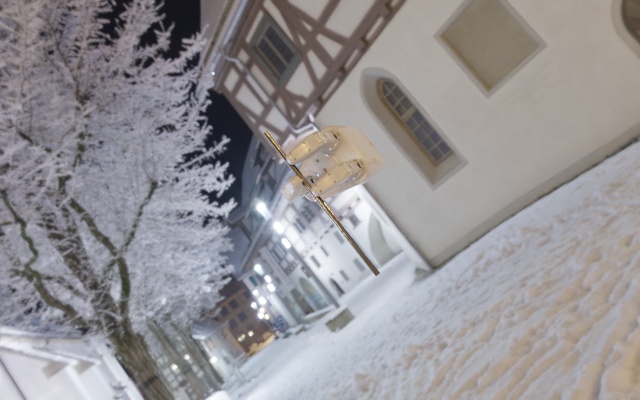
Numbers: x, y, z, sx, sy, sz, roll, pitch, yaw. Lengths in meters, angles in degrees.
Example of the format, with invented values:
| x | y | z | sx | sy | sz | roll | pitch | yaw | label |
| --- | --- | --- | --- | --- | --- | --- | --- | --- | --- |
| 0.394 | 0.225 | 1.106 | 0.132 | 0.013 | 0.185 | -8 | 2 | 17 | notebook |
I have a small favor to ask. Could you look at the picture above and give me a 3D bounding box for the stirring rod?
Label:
| x | y | z | sx | sy | sz | roll | pitch | yaw | label |
| --- | --- | --- | --- | --- | --- | --- | --- | --- | --- |
| 0.000 | 0.002 | 0.629 | 0.011 | 0.239 | 0.011 | -38 | -8 | -6 | stirring rod |
